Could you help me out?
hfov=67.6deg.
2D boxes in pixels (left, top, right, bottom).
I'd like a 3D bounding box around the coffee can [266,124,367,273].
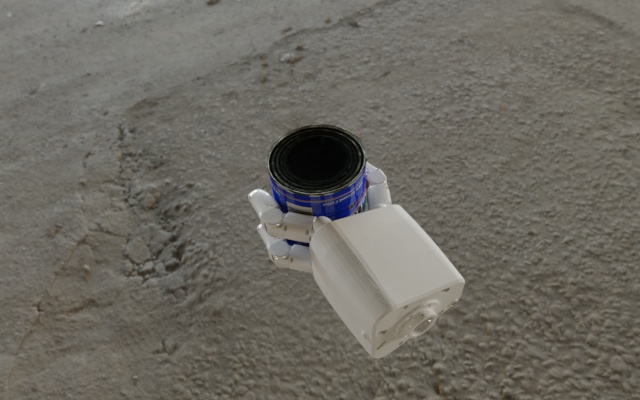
[{"bbox_3d":[0.000,0.002,0.533,0.103,0.102,0.140,0,-41,5],"label":"coffee can"}]
